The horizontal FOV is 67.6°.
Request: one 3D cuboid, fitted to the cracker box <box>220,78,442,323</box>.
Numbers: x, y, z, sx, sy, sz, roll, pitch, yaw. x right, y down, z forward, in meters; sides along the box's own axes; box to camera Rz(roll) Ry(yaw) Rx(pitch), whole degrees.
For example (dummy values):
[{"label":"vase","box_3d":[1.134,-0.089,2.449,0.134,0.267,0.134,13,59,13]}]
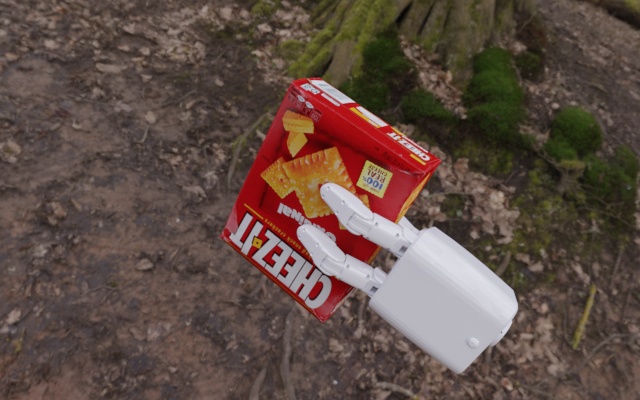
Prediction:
[{"label":"cracker box","box_3d":[0.000,0.002,0.521,0.164,0.214,0.072,37,28,14]}]
